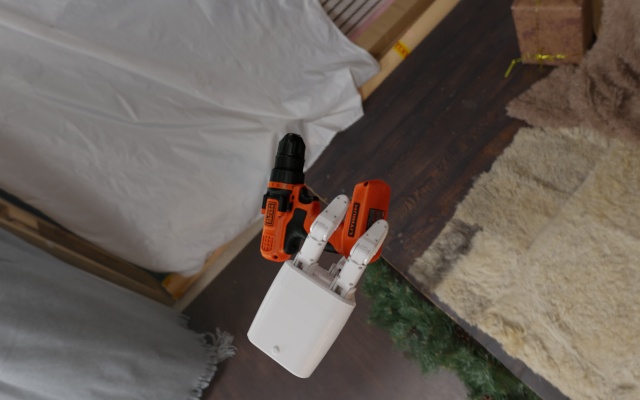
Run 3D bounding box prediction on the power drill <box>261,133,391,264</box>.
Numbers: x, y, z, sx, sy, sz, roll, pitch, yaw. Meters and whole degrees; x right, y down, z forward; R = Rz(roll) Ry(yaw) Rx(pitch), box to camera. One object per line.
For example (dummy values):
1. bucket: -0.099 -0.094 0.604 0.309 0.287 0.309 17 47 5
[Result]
1. power drill: 0.000 0.002 0.642 0.187 0.184 0.057 8 1 41
